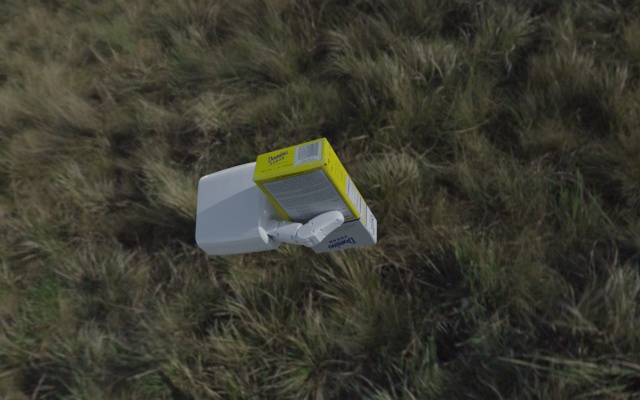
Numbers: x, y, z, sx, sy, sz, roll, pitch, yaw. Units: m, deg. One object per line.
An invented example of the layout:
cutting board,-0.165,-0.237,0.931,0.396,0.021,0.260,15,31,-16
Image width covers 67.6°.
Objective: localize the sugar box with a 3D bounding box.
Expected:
sugar box,0.000,0.001,0.605,0.093,0.048,0.176,-11,-37,21
